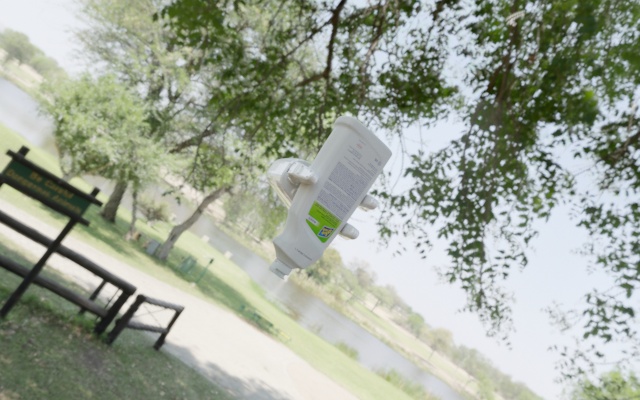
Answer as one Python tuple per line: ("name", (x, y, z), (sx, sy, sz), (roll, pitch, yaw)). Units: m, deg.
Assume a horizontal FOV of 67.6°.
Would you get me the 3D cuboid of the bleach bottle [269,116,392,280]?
("bleach bottle", (0.000, 0.002, 0.715), (0.102, 0.251, 0.068), (38, -7, -22))
